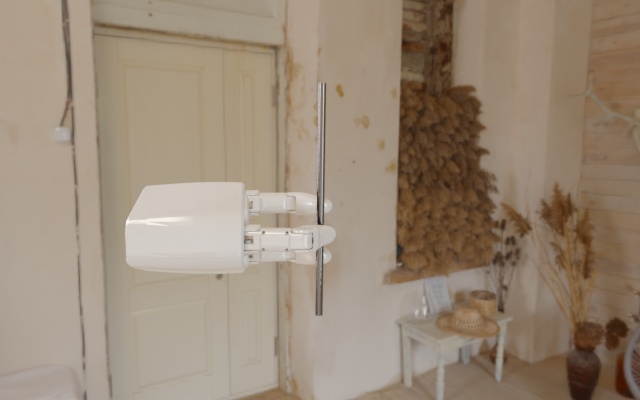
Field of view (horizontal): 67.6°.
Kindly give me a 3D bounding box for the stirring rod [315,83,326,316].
[{"bbox_3d":[0.000,0.002,0.493,0.011,0.239,0.011,1,6,0],"label":"stirring rod"}]
